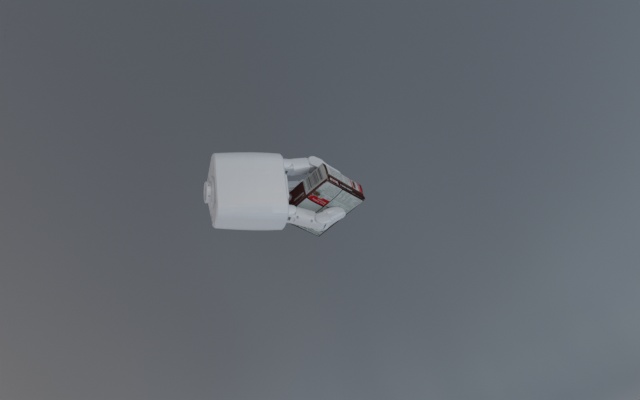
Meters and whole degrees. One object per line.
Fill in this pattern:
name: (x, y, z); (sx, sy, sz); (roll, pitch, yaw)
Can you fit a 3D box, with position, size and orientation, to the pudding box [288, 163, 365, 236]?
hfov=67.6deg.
pudding box: (0.000, 0.003, 0.765); (0.090, 0.039, 0.113); (27, -53, -38)
